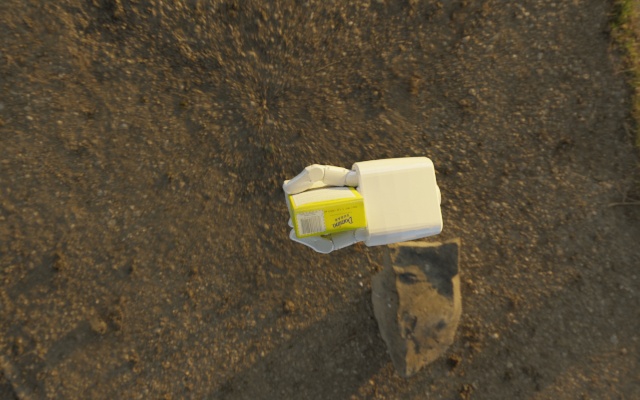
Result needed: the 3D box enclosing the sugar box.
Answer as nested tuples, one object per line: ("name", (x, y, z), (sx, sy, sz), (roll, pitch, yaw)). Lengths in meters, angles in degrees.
("sugar box", (0.000, 0.003, 0.675), (0.093, 0.048, 0.176), (-8, 12, -5))
